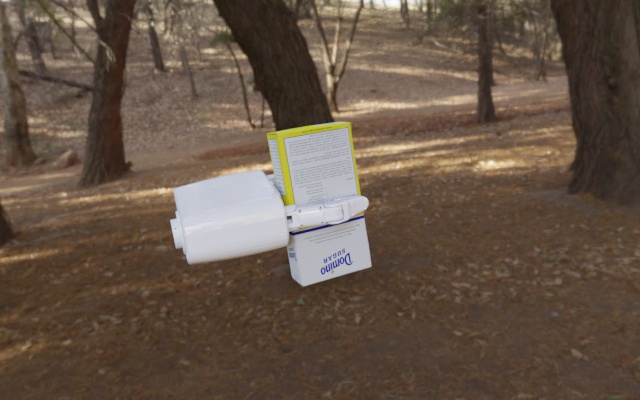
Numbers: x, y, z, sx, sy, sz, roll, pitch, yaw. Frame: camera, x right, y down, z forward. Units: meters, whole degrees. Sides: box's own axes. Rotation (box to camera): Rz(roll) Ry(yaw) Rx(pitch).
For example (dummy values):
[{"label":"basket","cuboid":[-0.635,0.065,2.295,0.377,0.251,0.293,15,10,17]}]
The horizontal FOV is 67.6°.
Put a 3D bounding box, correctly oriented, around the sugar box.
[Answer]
[{"label":"sugar box","cuboid":[0.000,0.002,0.557,0.093,0.176,0.048,-12,13,-20]}]
